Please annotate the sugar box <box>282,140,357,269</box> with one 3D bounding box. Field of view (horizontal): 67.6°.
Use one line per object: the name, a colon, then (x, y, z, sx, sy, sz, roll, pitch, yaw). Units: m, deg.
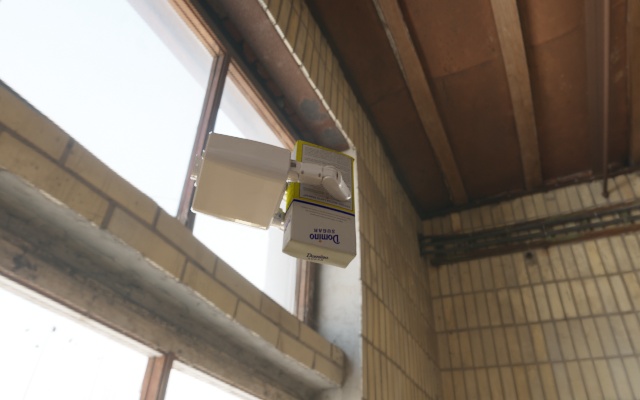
sugar box: (0.000, 0.002, 0.663, 0.093, 0.176, 0.048, 15, -38, -15)
